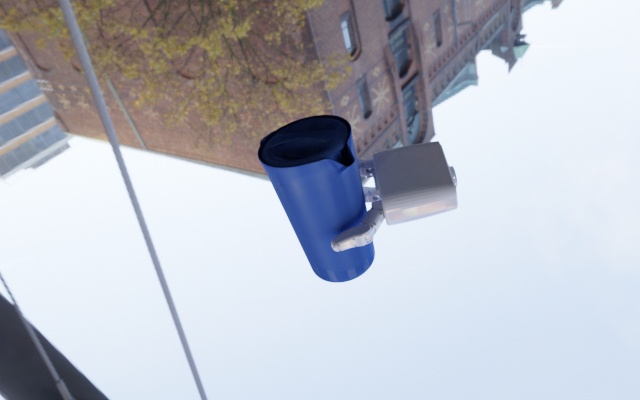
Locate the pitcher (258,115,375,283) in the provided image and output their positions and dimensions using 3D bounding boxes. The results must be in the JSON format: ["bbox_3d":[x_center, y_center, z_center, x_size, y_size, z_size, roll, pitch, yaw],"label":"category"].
[{"bbox_3d":[0.000,0.002,0.721,0.145,0.243,0.149,-13,35,7],"label":"pitcher"}]
